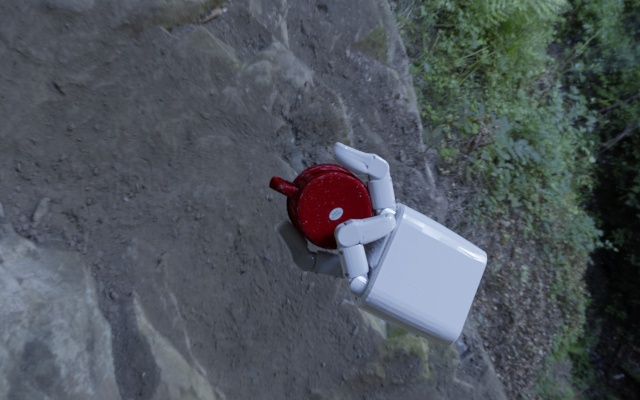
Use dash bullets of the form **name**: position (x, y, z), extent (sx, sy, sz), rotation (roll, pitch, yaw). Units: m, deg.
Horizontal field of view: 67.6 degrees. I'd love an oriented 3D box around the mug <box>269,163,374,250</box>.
- **mug**: position (-0.001, 0.001, 0.514), extent (0.117, 0.093, 0.081), rotation (26, 3, -8)
